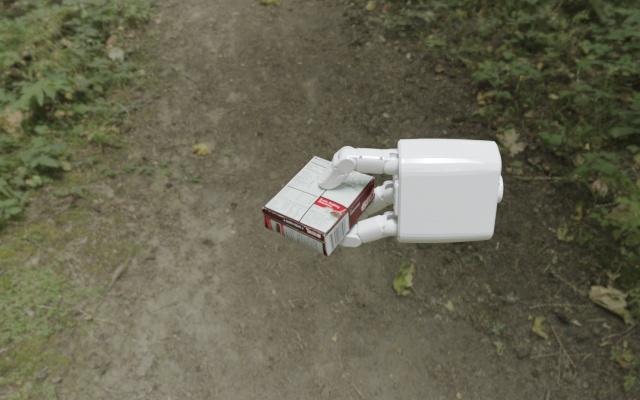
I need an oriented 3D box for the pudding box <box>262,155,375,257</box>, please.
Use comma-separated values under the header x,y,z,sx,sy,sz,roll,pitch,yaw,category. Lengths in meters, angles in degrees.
x,y,z,sx,sy,sz,roll,pitch,yaw,category
0.000,0.002,0.567,0.090,0.039,0.113,22,49,26,pudding box
